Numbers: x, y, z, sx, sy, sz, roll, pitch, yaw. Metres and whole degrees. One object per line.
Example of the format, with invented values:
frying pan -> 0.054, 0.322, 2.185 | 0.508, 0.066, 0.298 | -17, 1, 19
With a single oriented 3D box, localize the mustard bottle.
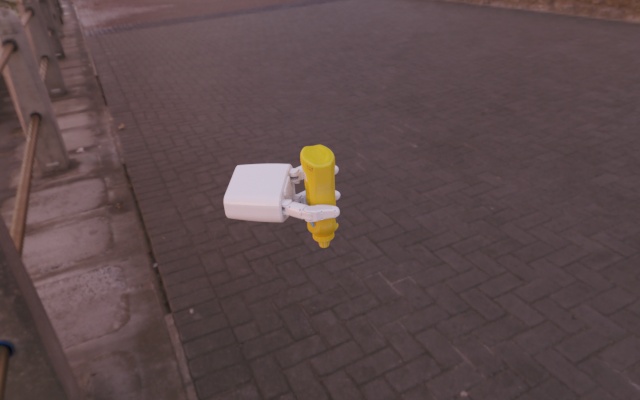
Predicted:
mustard bottle -> 0.000, 0.003, 0.869 | 0.058, 0.192, 0.096 | -10, 29, -10
